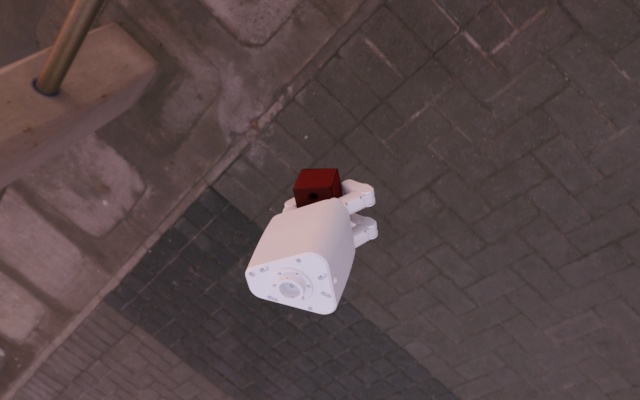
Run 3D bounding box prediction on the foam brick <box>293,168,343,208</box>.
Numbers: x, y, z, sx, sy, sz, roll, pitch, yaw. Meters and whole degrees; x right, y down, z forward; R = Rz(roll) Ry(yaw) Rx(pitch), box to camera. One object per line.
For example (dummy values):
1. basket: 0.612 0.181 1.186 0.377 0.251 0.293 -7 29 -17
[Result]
1. foam brick: 0.000 0.002 0.642 0.053 0.078 0.051 -2 31 16
